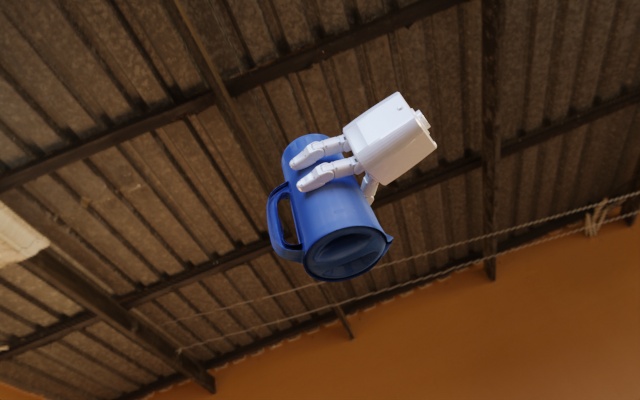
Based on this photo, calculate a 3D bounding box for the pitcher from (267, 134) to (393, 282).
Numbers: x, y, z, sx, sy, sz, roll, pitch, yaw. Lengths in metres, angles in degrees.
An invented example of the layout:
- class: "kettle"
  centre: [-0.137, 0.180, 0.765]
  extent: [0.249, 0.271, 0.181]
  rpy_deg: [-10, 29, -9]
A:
- class: "pitcher"
  centre: [0.000, 0.002, 0.785]
  extent: [0.145, 0.242, 0.149]
  rpy_deg: [-36, -44, 17]
